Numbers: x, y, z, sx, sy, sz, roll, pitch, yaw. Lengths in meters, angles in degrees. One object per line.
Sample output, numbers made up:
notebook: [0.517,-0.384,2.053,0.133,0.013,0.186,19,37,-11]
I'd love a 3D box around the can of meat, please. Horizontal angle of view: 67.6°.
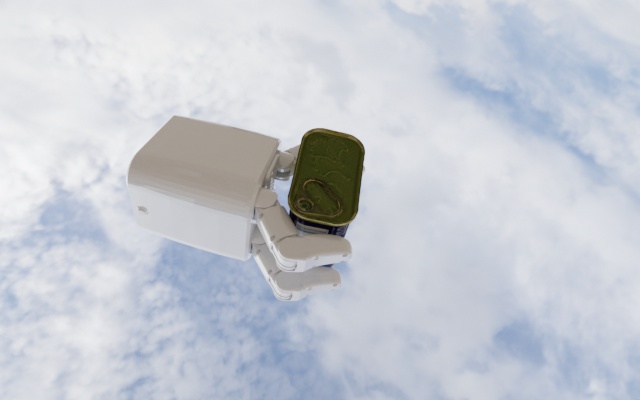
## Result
can of meat: [0.000,0.002,0.429,0.057,0.102,0.084,12,-38,-3]
